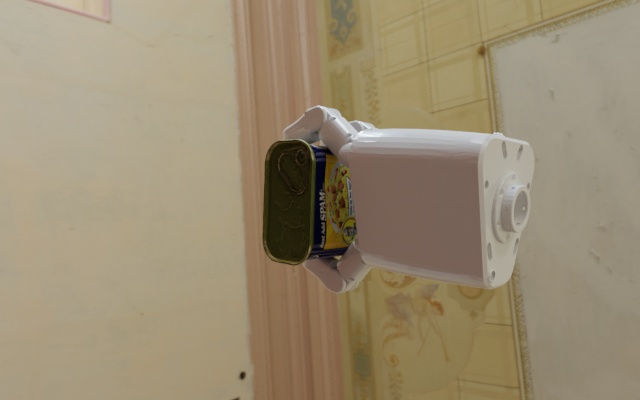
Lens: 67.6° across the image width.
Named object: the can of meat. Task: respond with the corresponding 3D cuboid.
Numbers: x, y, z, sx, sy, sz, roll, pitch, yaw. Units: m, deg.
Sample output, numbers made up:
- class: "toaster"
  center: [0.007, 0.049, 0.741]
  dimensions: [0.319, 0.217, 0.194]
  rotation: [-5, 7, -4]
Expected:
- class: "can of meat"
  center: [0.000, 0.001, 0.420]
  dimensions: [0.057, 0.102, 0.084]
  rotation: [3, 2, 43]
